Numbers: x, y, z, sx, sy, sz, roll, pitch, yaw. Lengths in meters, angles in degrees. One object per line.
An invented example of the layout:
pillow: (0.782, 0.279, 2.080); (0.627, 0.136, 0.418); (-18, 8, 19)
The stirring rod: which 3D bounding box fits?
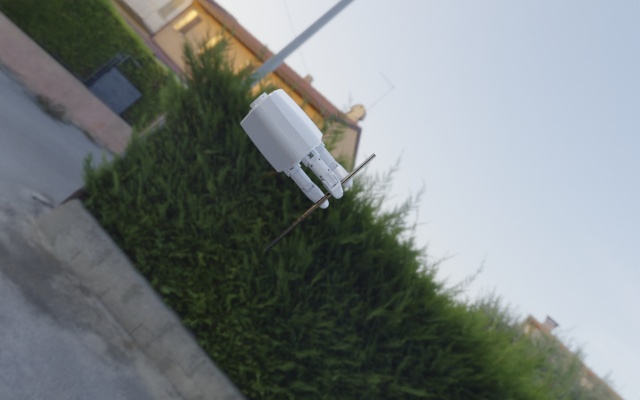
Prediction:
stirring rod: (0.000, 0.003, 0.785); (0.239, 0.011, 0.011); (-41, 4, -4)
